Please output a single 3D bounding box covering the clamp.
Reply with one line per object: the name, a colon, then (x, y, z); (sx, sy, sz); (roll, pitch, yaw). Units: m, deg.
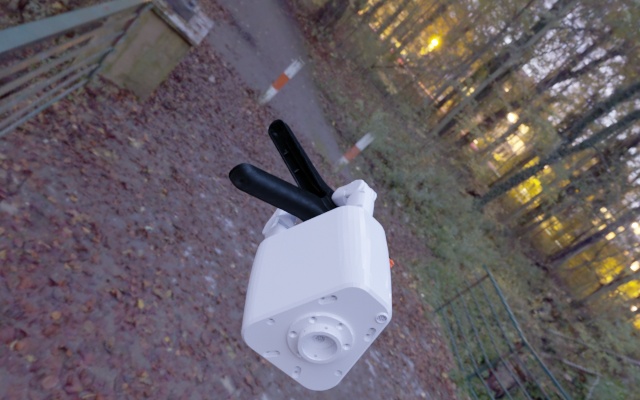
clamp: (0.001, 0.002, 0.521); (0.036, 0.210, 0.164); (-39, 20, 24)
